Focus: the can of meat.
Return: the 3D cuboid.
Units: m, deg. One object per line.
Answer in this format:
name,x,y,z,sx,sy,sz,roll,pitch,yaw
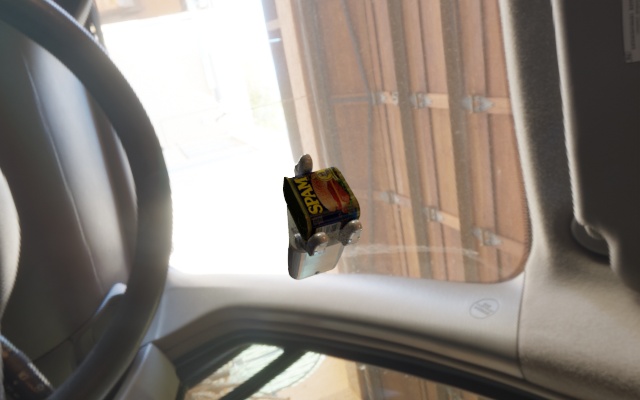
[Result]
can of meat,0.000,0.002,0.704,0.084,0.102,0.057,-15,-35,-18
